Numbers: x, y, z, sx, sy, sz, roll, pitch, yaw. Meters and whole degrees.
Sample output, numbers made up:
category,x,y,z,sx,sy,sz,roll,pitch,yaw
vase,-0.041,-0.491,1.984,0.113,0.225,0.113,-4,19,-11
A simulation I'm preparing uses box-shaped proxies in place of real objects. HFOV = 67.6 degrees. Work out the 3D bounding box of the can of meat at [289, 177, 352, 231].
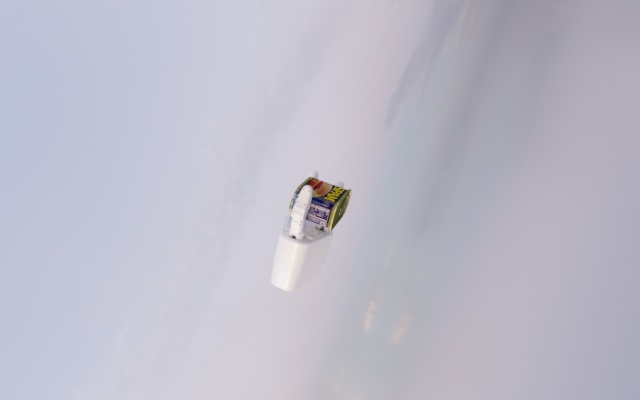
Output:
category,x,y,z,sx,sy,sz,roll,pitch,yaw
can of meat,0.000,0.003,0.867,0.084,0.057,0.102,20,26,13
